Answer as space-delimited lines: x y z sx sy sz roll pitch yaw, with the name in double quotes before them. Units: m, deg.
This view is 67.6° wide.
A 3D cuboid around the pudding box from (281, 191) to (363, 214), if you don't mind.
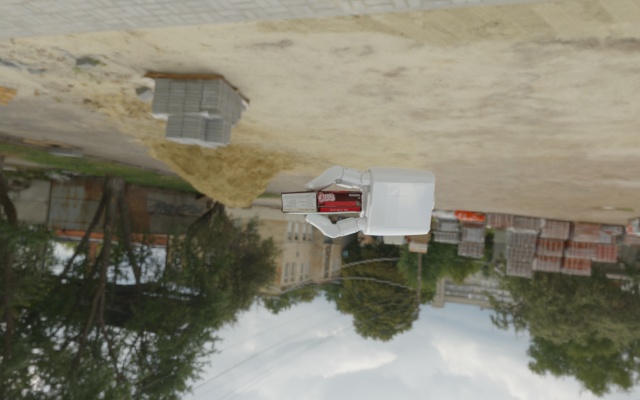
"pudding box" 0.000 0.003 0.783 0.090 0.039 0.113 1 -3 -35
